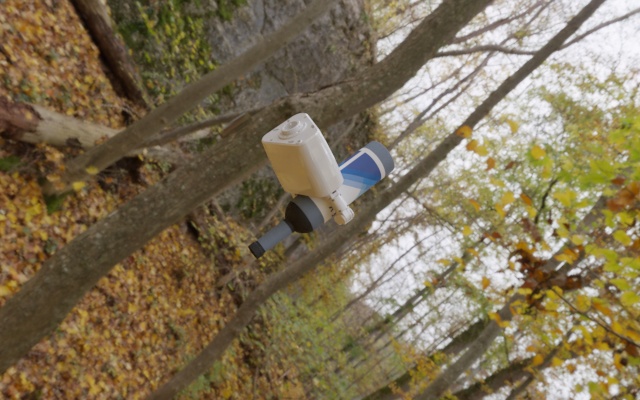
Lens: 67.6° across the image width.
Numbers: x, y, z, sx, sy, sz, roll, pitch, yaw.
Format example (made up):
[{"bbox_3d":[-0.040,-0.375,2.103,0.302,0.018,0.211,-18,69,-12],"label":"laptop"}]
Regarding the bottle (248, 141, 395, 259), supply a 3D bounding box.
[{"bbox_3d":[0.000,0.003,0.836,0.295,0.069,0.069,-37,12,-16],"label":"bottle"}]
